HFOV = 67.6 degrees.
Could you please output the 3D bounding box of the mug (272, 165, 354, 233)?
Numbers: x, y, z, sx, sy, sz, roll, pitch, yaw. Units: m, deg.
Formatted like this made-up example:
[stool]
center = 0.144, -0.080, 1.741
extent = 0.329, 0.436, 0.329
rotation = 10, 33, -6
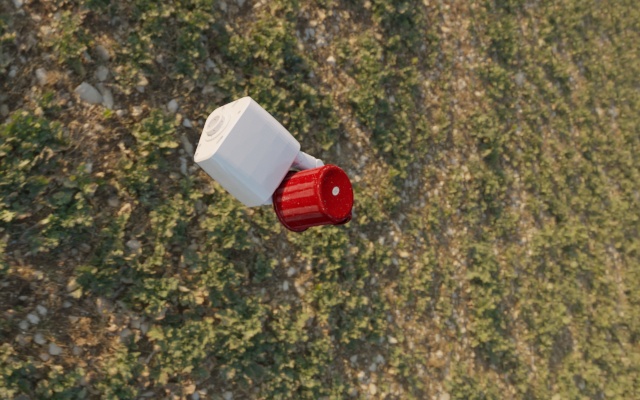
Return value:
[mug]
center = 0.001, 0.003, 0.686
extent = 0.081, 0.093, 0.117
rotation = -11, -41, 41
